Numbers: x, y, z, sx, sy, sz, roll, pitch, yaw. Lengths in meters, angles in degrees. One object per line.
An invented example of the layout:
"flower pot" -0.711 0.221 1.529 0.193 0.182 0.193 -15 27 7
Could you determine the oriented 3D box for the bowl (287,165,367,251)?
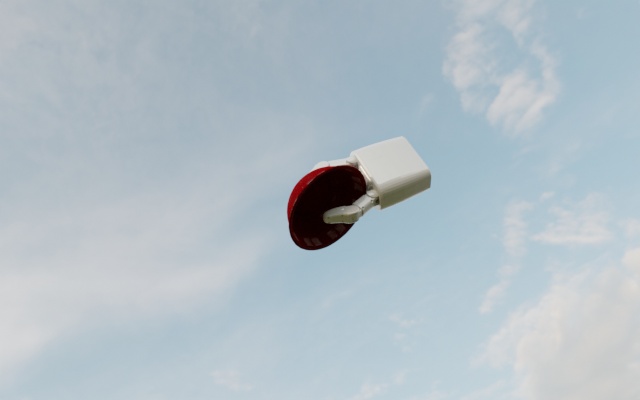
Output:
"bowl" -0.001 0.003 0.802 0.162 0.162 0.055 0 28 -43
